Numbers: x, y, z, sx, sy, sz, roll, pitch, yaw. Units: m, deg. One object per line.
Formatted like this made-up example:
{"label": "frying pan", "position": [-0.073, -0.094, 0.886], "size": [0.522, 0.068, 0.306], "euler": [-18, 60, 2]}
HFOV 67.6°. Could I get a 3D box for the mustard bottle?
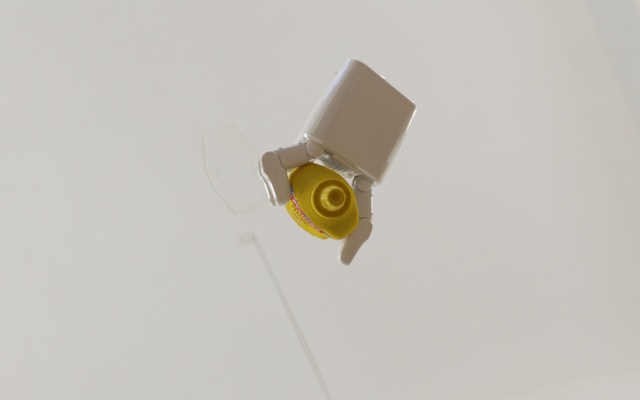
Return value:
{"label": "mustard bottle", "position": [0.000, 0.002, 0.554], "size": [0.058, 0.096, 0.191], "euler": [-36, 3, -10]}
